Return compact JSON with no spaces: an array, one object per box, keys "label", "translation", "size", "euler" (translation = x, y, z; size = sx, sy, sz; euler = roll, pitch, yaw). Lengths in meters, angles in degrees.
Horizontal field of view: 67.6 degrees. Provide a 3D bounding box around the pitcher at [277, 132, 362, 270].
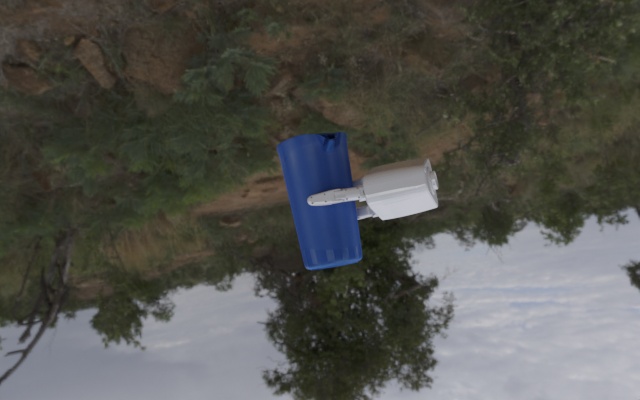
[{"label":"pitcher","translation":[0.000,0.003,0.894],"size":[0.145,0.243,0.149],"euler":[-12,-7,19]}]
